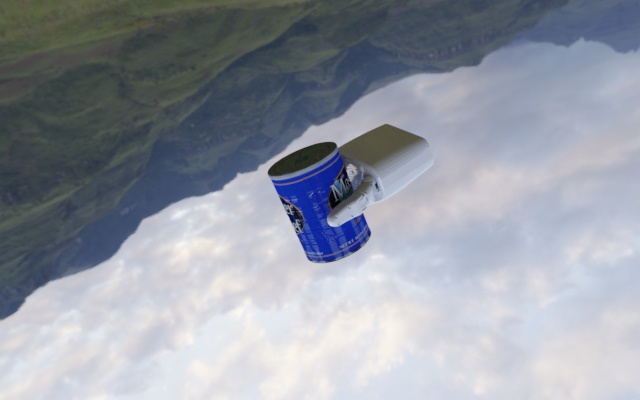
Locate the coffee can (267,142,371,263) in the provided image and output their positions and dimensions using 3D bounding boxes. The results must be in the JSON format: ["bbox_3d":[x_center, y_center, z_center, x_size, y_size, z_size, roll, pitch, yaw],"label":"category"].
[{"bbox_3d":[0.000,0.002,0.673,0.103,0.140,0.102,-20,21,8],"label":"coffee can"}]
